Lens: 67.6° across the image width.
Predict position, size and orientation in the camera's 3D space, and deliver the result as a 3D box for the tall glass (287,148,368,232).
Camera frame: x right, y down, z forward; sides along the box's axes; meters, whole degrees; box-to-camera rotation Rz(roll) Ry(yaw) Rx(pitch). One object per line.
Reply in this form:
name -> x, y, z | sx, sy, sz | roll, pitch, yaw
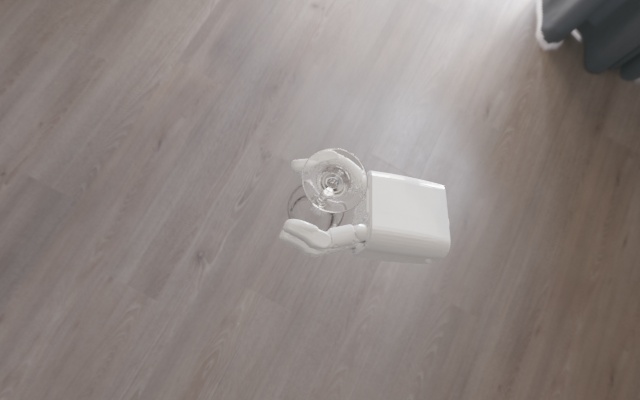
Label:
tall glass -> 0.000, 0.002, 0.613 | 0.079, 0.079, 0.201 | 0, -14, -10
